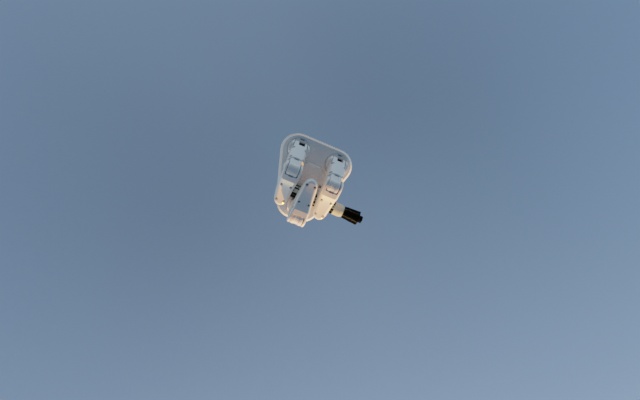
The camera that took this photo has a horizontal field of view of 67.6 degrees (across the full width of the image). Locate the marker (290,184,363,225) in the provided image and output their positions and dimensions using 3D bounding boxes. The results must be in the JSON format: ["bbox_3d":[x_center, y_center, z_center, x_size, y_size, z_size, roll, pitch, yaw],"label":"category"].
[{"bbox_3d":[0.000,0.002,0.629,0.121,0.020,0.020,23,-4,-8],"label":"marker"}]
